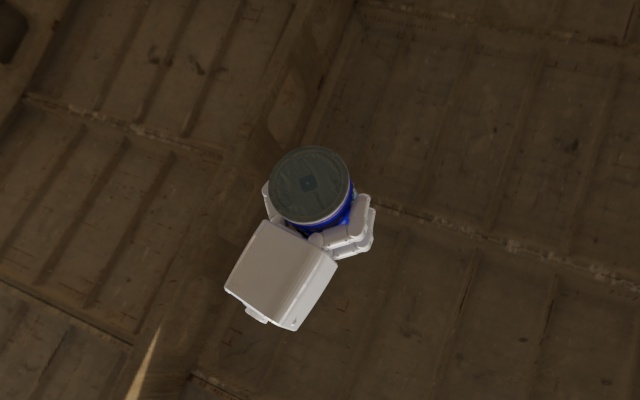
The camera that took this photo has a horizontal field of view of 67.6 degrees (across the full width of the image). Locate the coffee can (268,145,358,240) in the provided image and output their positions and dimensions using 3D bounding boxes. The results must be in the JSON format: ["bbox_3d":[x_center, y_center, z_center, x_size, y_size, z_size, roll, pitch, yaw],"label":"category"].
[{"bbox_3d":[0.000,0.002,0.645,0.103,0.102,0.140,0,-20,14],"label":"coffee can"}]
